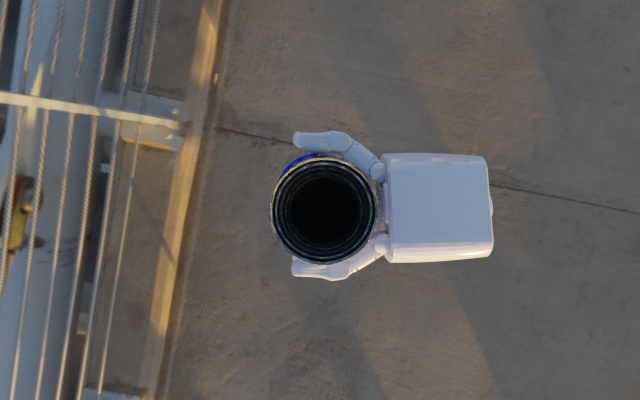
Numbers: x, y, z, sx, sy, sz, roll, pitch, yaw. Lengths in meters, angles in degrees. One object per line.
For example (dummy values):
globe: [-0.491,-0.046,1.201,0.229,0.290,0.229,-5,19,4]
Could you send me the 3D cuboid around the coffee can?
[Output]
coffee can: [0.000,0.002,0.510,0.103,0.103,0.140,0,7,-3]
